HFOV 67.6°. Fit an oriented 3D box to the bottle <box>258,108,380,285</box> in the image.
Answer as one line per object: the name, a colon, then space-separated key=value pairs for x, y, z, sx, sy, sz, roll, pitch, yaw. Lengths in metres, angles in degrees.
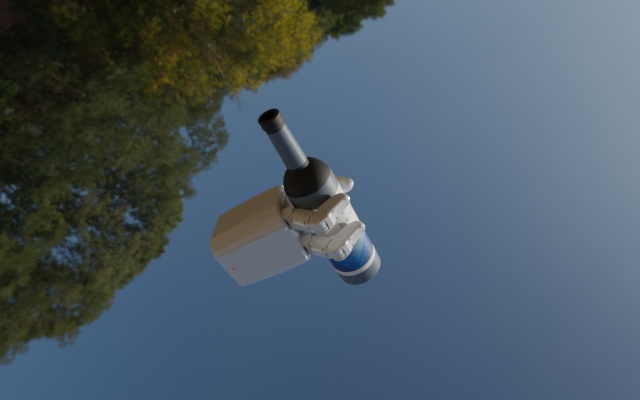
bottle: x=0.000 y=0.002 z=0.635 sx=0.069 sy=0.069 sz=0.296 roll=0 pitch=-42 yaw=33
